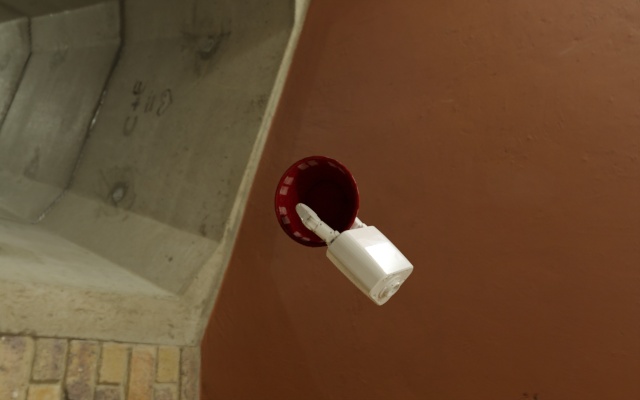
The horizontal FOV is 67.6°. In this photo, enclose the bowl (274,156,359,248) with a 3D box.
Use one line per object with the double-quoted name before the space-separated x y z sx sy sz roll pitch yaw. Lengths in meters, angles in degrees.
"bowl" 0.000 0.002 0.863 0.162 0.162 0.055 0 -2 22
